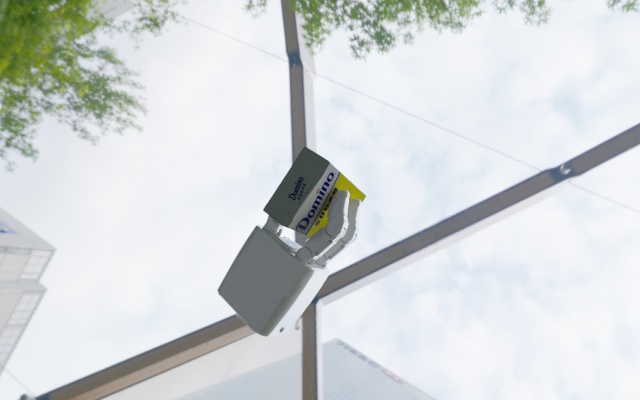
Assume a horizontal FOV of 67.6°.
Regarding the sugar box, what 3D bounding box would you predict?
[{"bbox_3d":[0.000,0.002,0.625,0.048,0.093,0.176,34,1,20],"label":"sugar box"}]
